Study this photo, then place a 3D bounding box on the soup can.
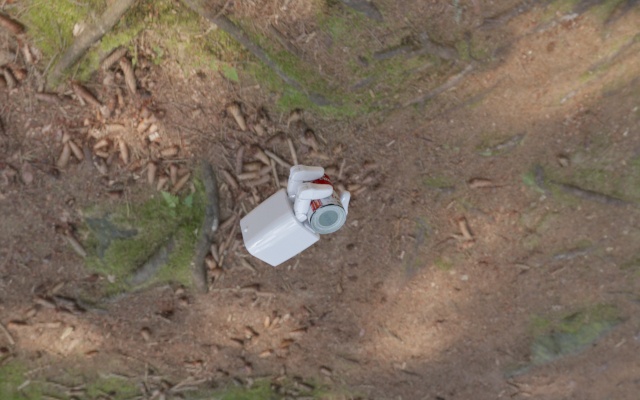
[{"bbox_3d":[0.001,0.003,0.863,0.068,0.068,0.102,0,38,-20],"label":"soup can"}]
